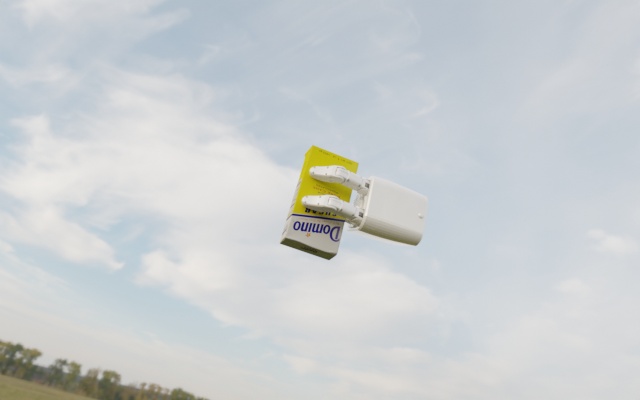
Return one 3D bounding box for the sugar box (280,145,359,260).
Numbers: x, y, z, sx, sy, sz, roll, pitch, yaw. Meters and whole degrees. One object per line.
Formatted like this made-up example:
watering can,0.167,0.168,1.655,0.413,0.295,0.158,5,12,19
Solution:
sugar box,0.000,0.002,0.807,0.093,0.176,0.048,19,-26,-12
